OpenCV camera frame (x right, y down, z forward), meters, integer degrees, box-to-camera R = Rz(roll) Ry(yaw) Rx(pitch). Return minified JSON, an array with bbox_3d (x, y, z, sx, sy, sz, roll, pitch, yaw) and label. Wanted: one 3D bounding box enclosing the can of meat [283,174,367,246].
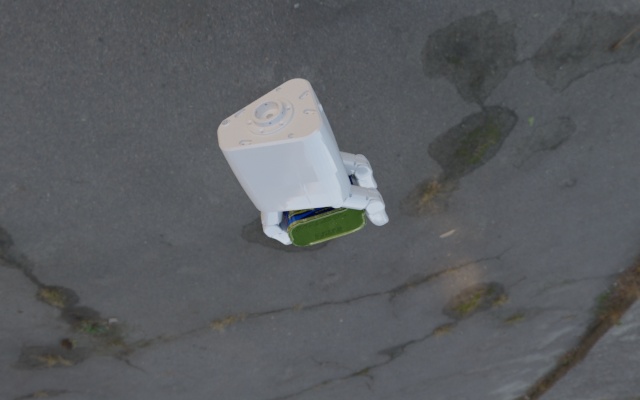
[{"bbox_3d":[0.000,0.002,0.595,0.102,0.084,0.057,-18,-39,2],"label":"can of meat"}]
